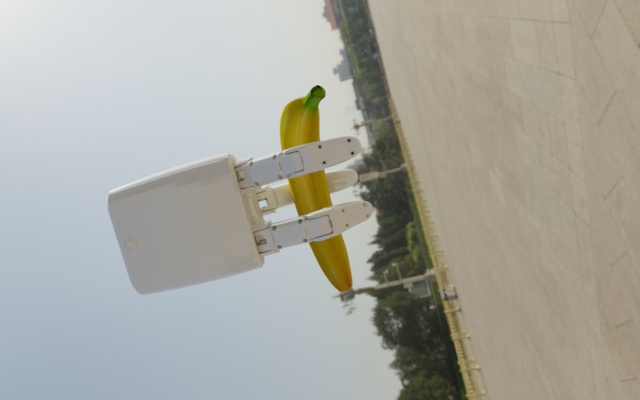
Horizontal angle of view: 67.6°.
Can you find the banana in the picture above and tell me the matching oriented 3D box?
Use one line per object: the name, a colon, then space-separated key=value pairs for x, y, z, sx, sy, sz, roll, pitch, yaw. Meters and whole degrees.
banana: x=-0.006 y=-0.009 z=0.433 sx=0.037 sy=0.198 sz=0.069 roll=-17 pitch=28 yaw=-11
